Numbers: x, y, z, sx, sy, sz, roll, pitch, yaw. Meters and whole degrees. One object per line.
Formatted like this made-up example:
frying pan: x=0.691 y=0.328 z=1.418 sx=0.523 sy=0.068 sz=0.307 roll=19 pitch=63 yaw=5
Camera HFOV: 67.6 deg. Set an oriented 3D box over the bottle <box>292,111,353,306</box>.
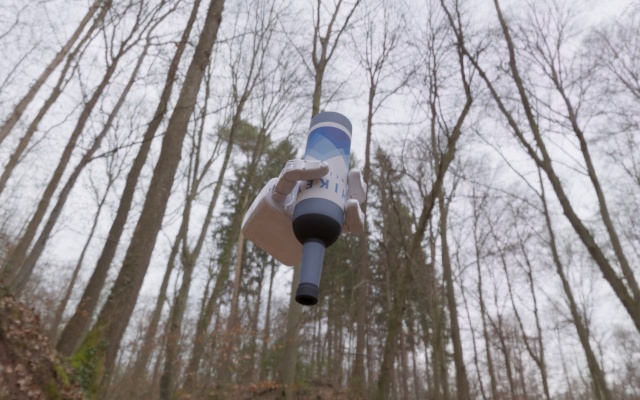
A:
bottle: x=0.000 y=0.002 z=0.647 sx=0.069 sy=0.295 sz=0.069 roll=5 pitch=-38 yaw=4
